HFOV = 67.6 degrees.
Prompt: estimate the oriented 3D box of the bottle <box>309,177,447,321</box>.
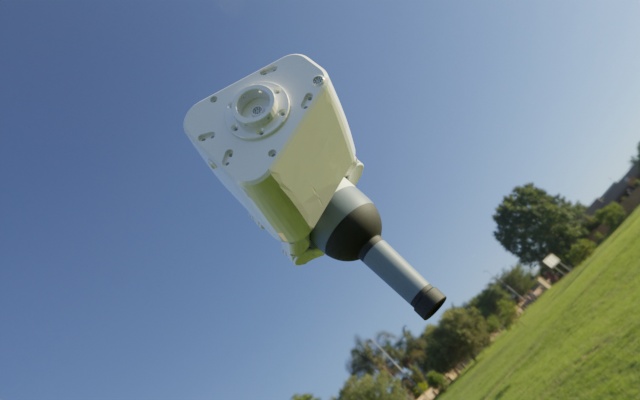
[{"bbox_3d":[0.000,0.001,0.465,0.295,0.069,0.069,43,22,26],"label":"bottle"}]
